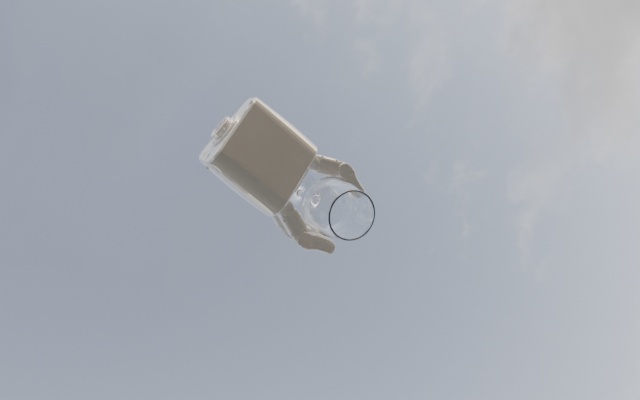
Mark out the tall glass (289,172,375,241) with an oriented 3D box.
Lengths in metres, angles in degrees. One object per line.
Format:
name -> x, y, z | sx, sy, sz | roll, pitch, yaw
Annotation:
tall glass -> 0.000, 0.002, 0.655 | 0.079, 0.079, 0.201 | 0, 9, -23
